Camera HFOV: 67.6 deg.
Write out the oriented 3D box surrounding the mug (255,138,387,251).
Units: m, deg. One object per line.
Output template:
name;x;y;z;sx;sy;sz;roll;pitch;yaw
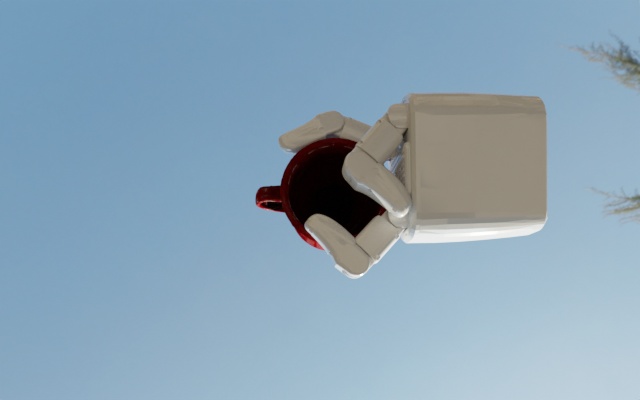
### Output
mug;-0.001;0.002;0.432;0.117;0.093;0.081;-1;-14;-2
